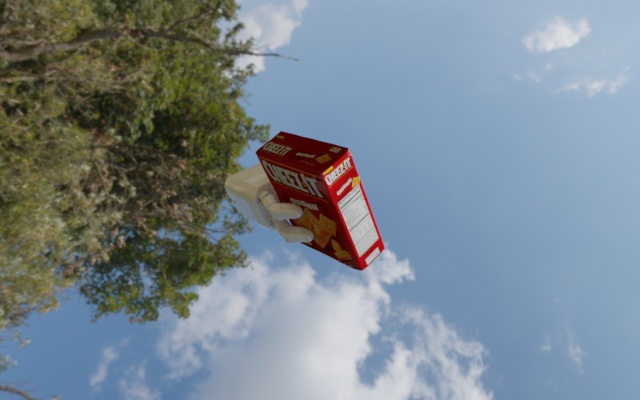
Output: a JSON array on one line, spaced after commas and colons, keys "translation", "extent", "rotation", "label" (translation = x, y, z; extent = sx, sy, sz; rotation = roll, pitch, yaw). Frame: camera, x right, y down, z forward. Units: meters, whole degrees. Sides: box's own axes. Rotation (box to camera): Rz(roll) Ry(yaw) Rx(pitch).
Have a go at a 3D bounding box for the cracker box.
[{"translation": [0.000, 0.003, 0.788], "extent": [0.164, 0.214, 0.072], "rotation": [20, 55, 44], "label": "cracker box"}]
